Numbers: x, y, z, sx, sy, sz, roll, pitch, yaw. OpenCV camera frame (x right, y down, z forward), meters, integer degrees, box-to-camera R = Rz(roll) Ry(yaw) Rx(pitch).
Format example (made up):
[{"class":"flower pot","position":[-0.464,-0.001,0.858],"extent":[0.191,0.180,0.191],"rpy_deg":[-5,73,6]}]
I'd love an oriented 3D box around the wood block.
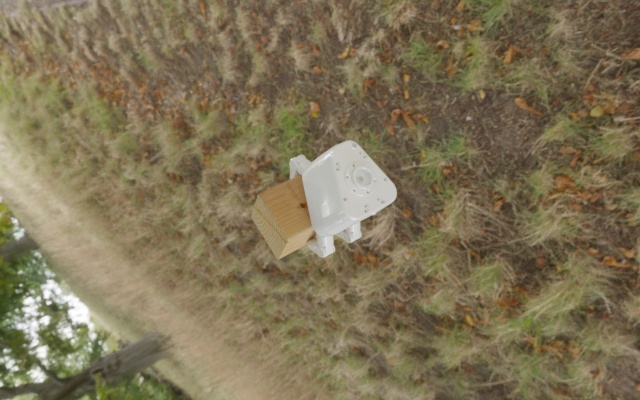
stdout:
[{"class":"wood block","position":[0.000,0.002,0.800],"extent":[0.206,0.090,0.090],"rpy_deg":[-26,-17,-26]}]
